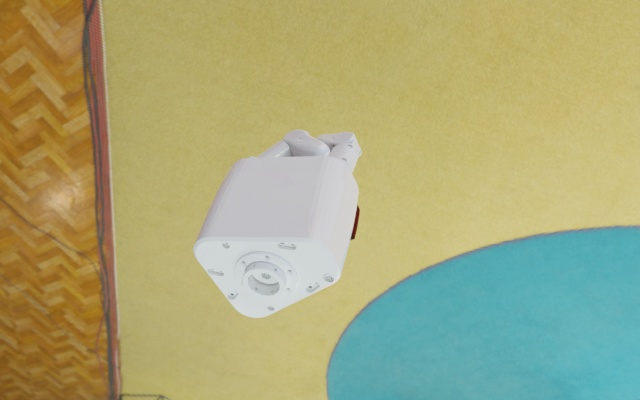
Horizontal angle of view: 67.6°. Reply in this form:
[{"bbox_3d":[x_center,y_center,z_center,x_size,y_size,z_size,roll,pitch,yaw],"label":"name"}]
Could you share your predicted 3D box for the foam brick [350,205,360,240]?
[{"bbox_3d":[0.000,0.002,0.479,0.053,0.078,0.051,-16,33,21],"label":"foam brick"}]
